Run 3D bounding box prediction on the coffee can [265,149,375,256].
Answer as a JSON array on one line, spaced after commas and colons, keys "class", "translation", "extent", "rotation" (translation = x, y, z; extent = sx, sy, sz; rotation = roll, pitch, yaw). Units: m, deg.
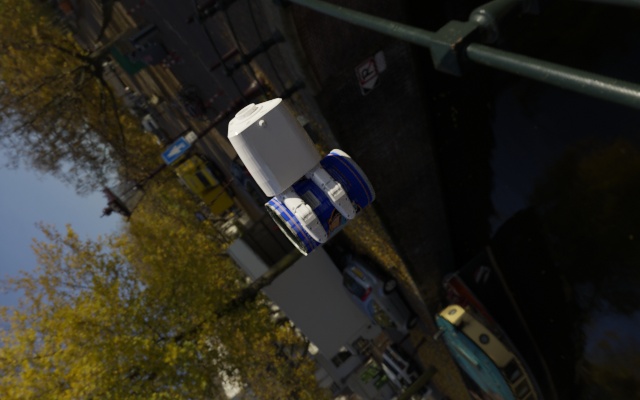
[{"class": "coffee can", "translation": [0.000, 0.002, 0.746], "extent": [0.140, 0.103, 0.103], "rotation": [-39, 9, -11]}]
